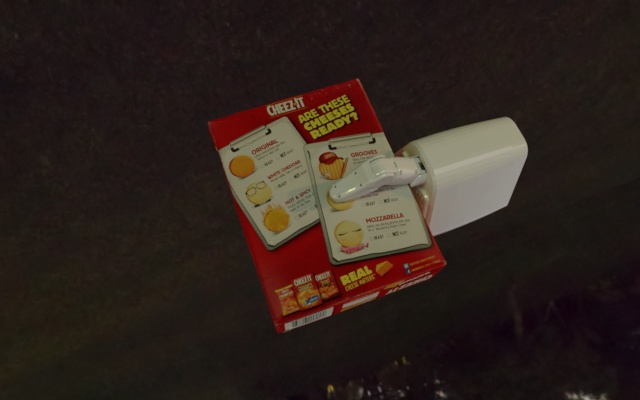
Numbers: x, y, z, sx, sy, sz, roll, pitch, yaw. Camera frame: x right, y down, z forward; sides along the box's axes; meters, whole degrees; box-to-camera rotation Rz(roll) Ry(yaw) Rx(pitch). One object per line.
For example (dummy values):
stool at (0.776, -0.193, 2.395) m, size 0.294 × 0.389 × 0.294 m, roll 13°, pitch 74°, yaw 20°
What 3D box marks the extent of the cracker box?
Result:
cracker box at (0.000, 0.002, 0.476) m, size 0.164 × 0.213 × 0.072 m, roll -18°, pitch -21°, yaw -10°
